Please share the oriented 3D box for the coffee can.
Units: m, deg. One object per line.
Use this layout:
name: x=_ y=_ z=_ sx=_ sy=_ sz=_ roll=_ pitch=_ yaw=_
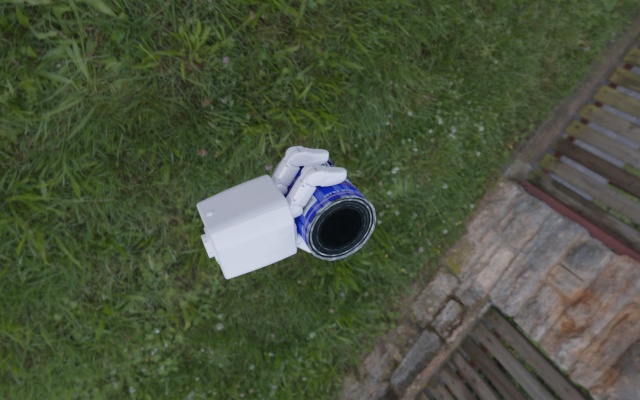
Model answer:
coffee can: x=0.000 y=0.002 z=0.680 sx=0.103 sy=0.103 sz=0.140 roll=0 pitch=31 yaw=-29
